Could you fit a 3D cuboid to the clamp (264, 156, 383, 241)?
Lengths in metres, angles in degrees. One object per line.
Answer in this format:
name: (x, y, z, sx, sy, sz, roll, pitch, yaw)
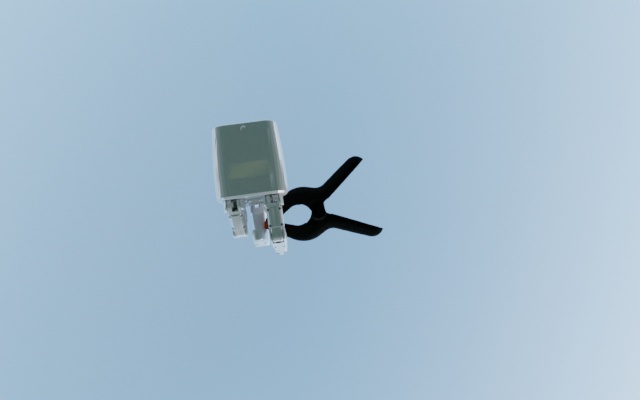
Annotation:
clamp: (0.000, 0.002, 0.700, 0.171, 0.120, 0.039, -7, -6, -5)
